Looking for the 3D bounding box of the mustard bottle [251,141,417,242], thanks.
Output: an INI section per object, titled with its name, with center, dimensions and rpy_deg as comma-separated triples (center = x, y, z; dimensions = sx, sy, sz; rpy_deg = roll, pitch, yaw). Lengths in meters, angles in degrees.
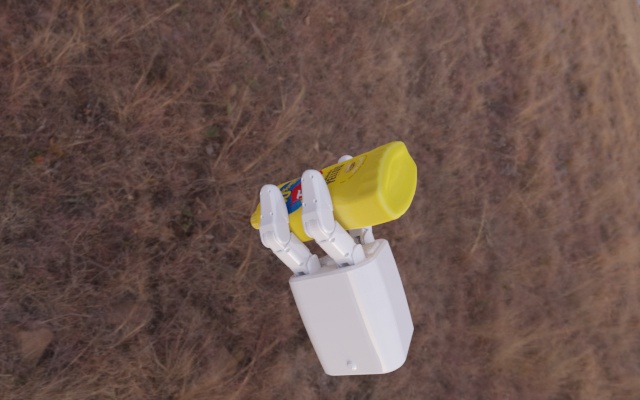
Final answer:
[mustard bottle]
center = 0.000, 0.001, 0.494
dimensions = 0.191, 0.058, 0.096
rpy_deg = -18, 28, 36
